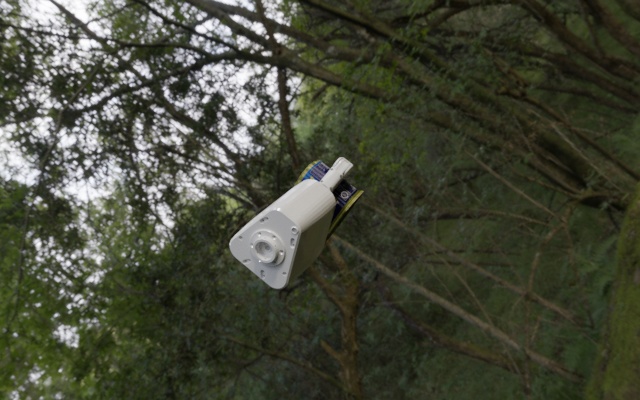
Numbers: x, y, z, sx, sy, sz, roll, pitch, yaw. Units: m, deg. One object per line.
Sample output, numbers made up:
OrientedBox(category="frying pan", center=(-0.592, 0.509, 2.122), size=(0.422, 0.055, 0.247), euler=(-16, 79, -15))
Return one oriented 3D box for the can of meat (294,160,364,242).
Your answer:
OrientedBox(category="can of meat", center=(0.000, 0.002, 0.708), size=(0.084, 0.102, 0.057), euler=(38, 34, 6))
